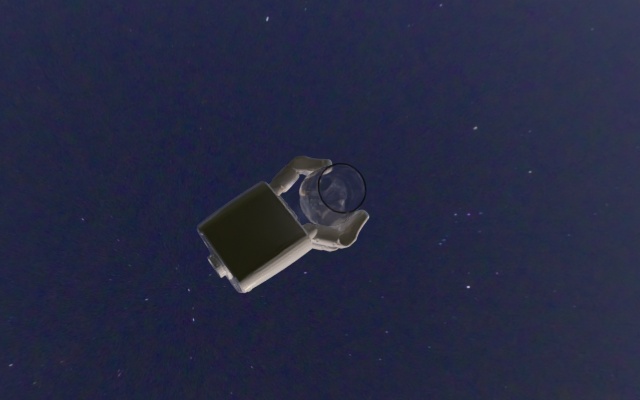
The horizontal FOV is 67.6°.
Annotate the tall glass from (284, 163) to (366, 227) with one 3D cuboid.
[{"bbox_3d":[0.000,0.002,0.663,0.079,0.079,0.201,0,-10,-16],"label":"tall glass"}]
